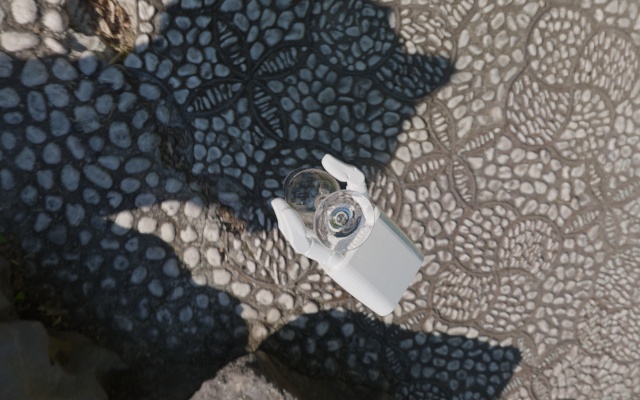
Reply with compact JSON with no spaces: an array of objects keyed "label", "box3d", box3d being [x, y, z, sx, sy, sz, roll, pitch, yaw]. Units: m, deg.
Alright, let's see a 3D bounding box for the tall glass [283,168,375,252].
[{"label":"tall glass","box3d":[0.000,0.002,0.635,0.079,0.079,0.201,0,13,-17]}]
